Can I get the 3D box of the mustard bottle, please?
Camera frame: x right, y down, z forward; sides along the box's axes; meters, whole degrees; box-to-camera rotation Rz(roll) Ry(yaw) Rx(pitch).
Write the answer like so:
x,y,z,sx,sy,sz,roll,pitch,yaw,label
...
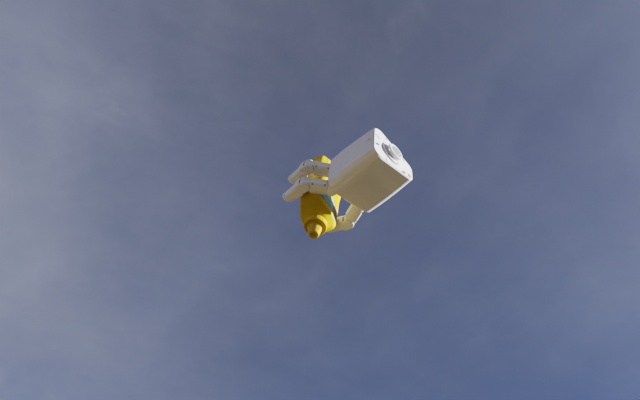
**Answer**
x,y,z,sx,sy,sz,roll,pitch,yaw,label
0.000,0.003,0.894,0.058,0.096,0.191,-15,33,18,mustard bottle
